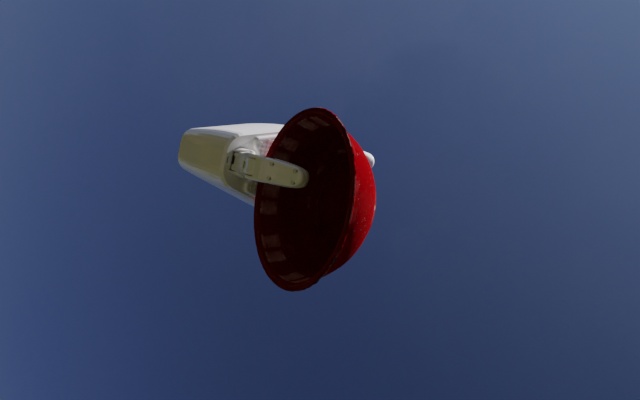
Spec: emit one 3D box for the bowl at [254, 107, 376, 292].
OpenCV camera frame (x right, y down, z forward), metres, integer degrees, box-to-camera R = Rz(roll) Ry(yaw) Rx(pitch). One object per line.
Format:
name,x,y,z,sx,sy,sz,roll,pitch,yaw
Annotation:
bowl,0.001,0.002,0.431,0.055,0.162,0.162,10,-6,-33
